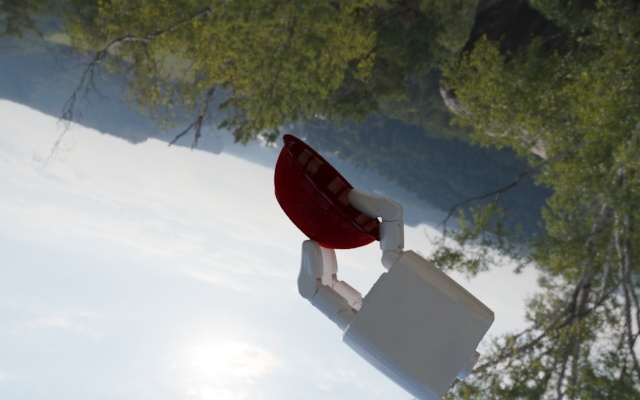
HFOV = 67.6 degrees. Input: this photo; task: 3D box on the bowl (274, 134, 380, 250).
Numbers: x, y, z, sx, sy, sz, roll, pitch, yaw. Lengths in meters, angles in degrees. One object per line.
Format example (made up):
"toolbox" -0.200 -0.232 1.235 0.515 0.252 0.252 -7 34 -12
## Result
"bowl" -0.001 0.001 0.533 0.055 0.162 0.162 -43 -12 13
